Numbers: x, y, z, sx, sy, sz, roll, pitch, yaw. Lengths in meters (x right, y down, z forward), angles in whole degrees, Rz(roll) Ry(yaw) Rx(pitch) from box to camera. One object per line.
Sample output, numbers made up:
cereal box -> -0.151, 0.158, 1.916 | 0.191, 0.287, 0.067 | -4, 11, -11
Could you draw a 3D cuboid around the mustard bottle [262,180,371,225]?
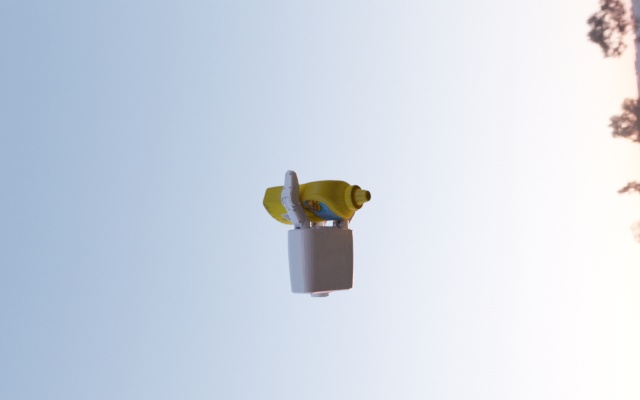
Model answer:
mustard bottle -> 0.000, 0.002, 0.808 | 0.191, 0.058, 0.096 | -7, -32, 38
